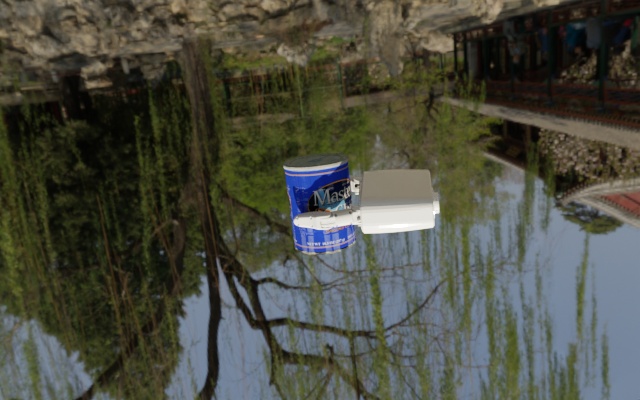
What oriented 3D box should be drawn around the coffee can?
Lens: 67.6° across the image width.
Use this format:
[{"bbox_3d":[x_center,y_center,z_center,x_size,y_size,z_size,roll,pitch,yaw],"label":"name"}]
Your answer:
[{"bbox_3d":[0.000,0.002,0.766,0.103,0.140,0.102,-6,15,2],"label":"coffee can"}]
